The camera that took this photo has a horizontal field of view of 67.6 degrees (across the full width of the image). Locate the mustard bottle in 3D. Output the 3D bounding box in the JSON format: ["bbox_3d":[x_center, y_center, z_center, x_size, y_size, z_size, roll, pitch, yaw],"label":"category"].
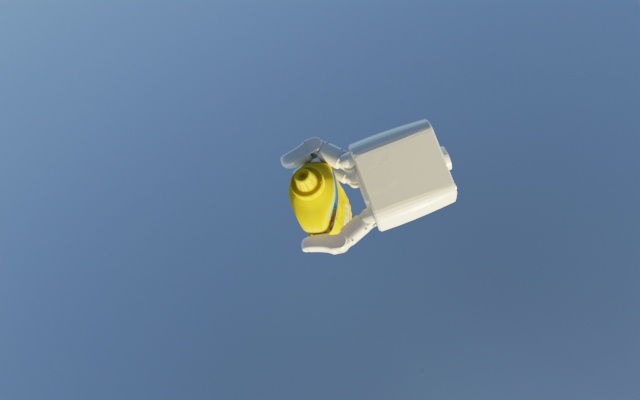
[{"bbox_3d":[0.000,0.002,0.638,0.058,0.096,0.192,2,-19,13],"label":"mustard bottle"}]
